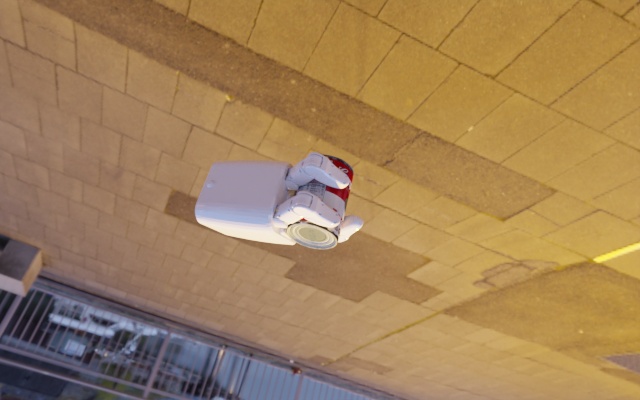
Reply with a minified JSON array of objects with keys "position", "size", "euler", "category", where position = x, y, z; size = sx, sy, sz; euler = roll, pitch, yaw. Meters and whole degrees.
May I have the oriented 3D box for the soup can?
[{"position":[0.001,0.002,0.607],"size":[0.068,0.102,0.068],"euler":[11,-30,6],"category":"soup can"}]
